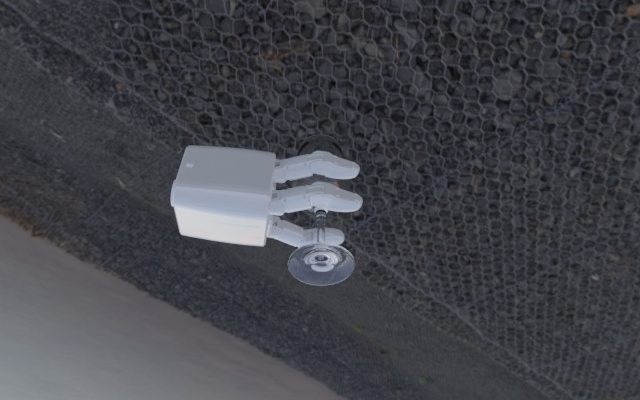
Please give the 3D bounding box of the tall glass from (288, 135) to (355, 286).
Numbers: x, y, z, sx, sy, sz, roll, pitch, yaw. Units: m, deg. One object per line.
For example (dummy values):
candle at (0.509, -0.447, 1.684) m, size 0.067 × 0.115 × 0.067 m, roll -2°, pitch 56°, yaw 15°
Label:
tall glass at (0.000, 0.002, 0.594) m, size 0.079 × 0.079 × 0.200 m, roll 0°, pitch 44°, yaw 0°
